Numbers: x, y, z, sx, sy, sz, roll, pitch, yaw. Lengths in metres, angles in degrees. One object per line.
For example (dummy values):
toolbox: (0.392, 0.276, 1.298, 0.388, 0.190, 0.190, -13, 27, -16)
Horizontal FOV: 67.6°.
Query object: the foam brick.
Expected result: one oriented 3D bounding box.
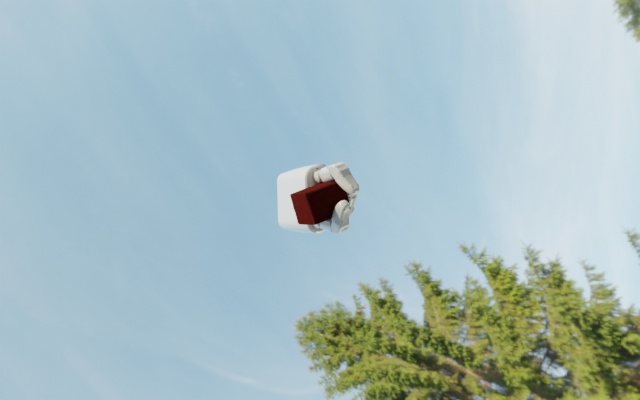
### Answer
foam brick: (0.000, 0.003, 0.768, 0.078, 0.053, 0.051, -22, 11, -34)
